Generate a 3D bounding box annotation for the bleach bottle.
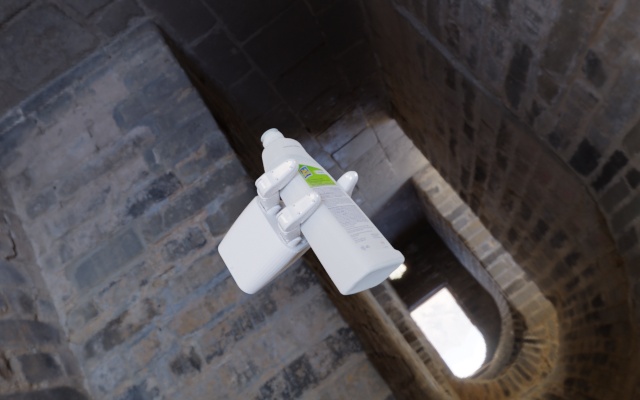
[{"bbox_3d":[0.000,0.002,0.638,0.102,0.250,0.068,-2,-40,-53],"label":"bleach bottle"}]
